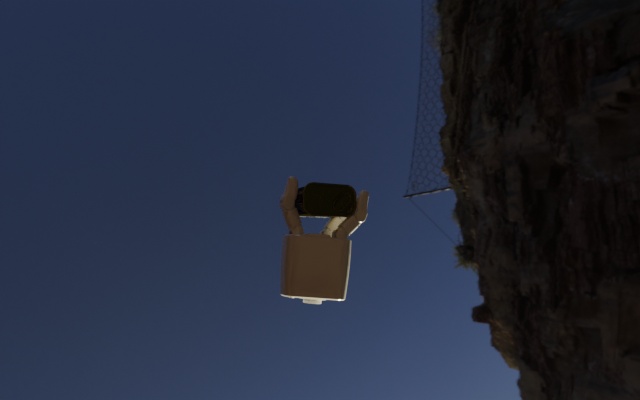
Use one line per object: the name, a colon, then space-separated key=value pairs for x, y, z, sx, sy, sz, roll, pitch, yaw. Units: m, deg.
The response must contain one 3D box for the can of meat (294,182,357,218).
can of meat: x=0.000 y=0.003 z=0.855 sx=0.102 sy=0.057 sz=0.084 roll=3 pitch=-7 yaw=-25
